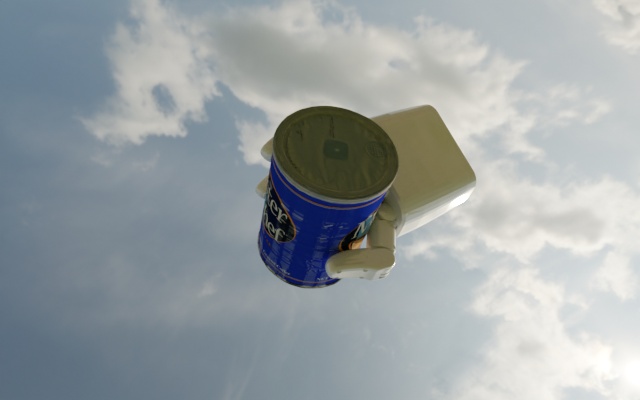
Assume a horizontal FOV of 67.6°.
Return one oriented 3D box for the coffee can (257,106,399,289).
[{"bbox_3d":[0.000,0.001,0.432,0.103,0.102,0.140,0,-38,-14],"label":"coffee can"}]
